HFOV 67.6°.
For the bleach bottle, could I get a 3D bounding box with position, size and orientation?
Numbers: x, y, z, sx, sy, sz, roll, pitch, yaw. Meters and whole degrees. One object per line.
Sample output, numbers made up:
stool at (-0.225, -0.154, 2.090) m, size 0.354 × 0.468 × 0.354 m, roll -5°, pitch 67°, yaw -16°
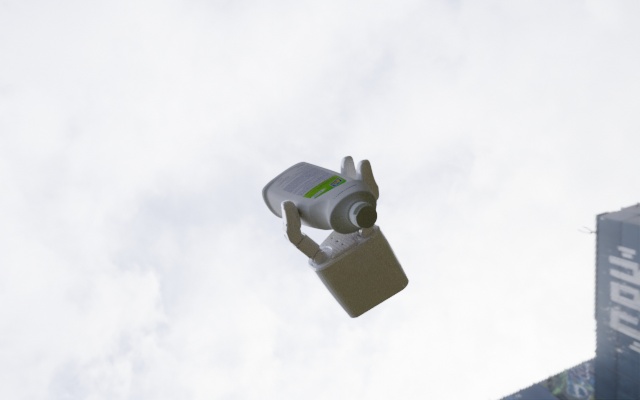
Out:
bleach bottle at (0.000, 0.002, 0.672) m, size 0.102 × 0.068 × 0.250 m, roll -38°, pitch 22°, yaw -12°
